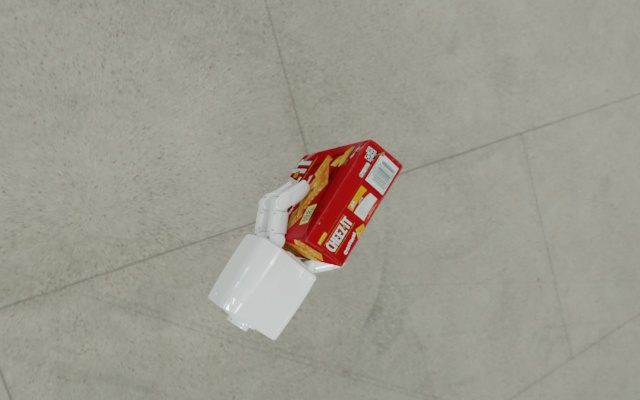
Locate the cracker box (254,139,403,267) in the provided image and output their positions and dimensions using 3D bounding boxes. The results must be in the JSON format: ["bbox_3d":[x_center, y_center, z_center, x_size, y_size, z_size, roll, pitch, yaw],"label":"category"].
[{"bbox_3d":[0.000,0.002,0.699,0.072,0.164,0.213,38,-16,-20],"label":"cracker box"}]
